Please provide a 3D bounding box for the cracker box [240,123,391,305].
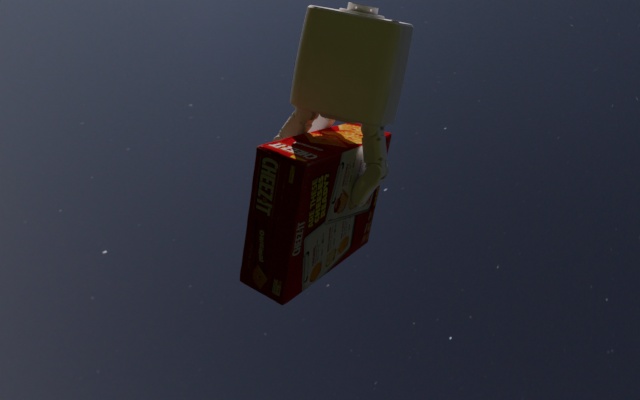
[{"bbox_3d":[0.000,0.002,0.576,0.072,0.164,0.213,21,25,25],"label":"cracker box"}]
